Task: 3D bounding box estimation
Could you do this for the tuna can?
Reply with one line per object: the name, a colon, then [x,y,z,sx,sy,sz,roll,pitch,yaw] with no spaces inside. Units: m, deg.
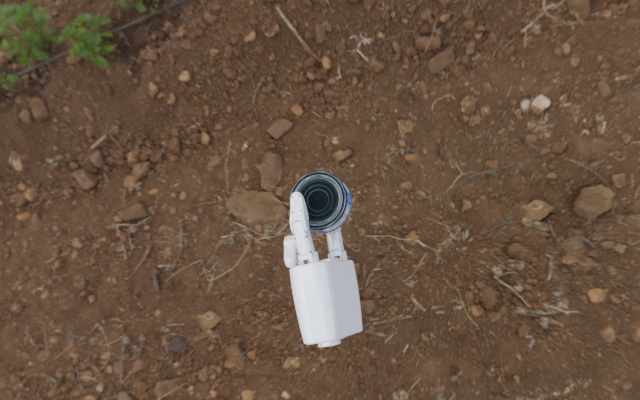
tuna can: [0.000,0.002,0.683,0.086,0.086,0.034,0,-11,17]
